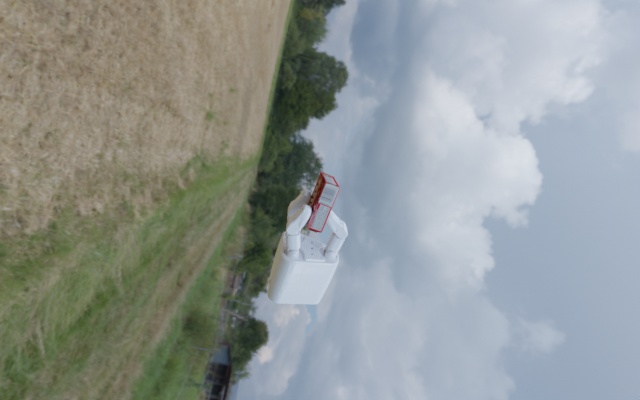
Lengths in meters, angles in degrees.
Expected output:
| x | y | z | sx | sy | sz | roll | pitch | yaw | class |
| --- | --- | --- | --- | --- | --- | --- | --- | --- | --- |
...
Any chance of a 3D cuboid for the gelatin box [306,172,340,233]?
| x | y | z | sx | sy | sz | roll | pitch | yaw | class |
| --- | --- | --- | --- | --- | --- | --- | --- | --- | --- |
| 0.001 | 0.003 | 0.829 | 0.030 | 0.089 | 0.073 | 19 | 14 | -12 | gelatin box |
